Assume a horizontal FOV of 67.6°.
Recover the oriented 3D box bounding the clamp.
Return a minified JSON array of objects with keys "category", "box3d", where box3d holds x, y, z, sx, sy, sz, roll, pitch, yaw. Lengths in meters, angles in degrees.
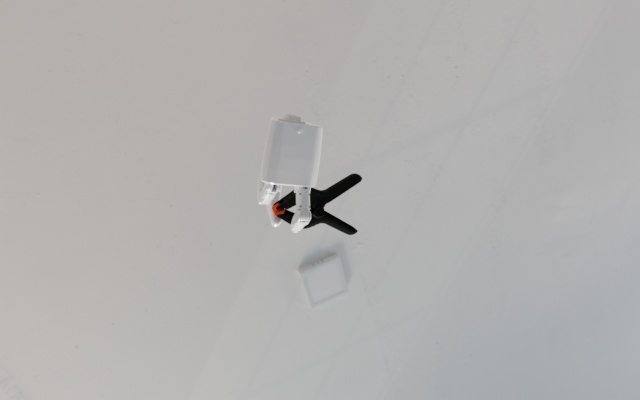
[{"category":"clamp","box3d":[0.000,0.003,0.872,0.171,0.120,0.039,4,13,-23]}]
